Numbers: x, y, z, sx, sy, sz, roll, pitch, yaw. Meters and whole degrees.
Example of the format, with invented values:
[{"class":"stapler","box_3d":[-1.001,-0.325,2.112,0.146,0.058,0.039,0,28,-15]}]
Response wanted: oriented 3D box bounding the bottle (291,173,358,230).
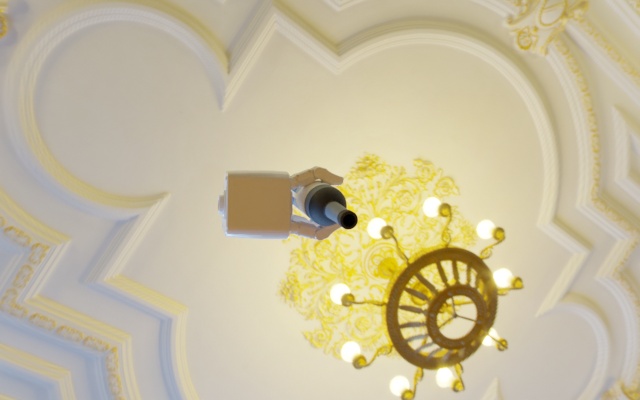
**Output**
[{"class":"bottle","box_3d":[0.000,0.003,0.813,0.069,0.069,0.295,0,10,-16]}]
